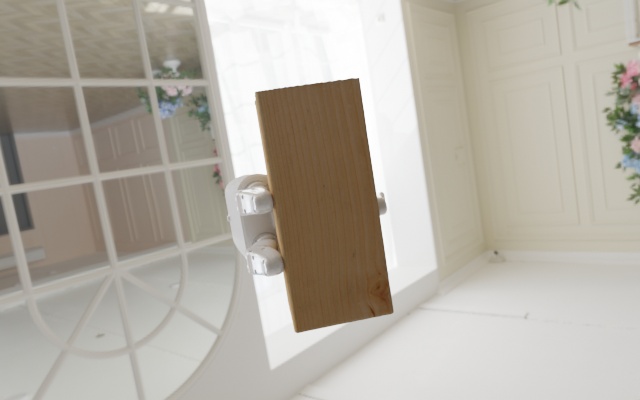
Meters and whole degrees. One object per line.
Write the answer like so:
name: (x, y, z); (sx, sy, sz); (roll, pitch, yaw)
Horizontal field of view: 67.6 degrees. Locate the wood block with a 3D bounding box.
wood block: (0.000, 0.002, 0.444); (0.091, 0.206, 0.090); (-10, 6, -7)
